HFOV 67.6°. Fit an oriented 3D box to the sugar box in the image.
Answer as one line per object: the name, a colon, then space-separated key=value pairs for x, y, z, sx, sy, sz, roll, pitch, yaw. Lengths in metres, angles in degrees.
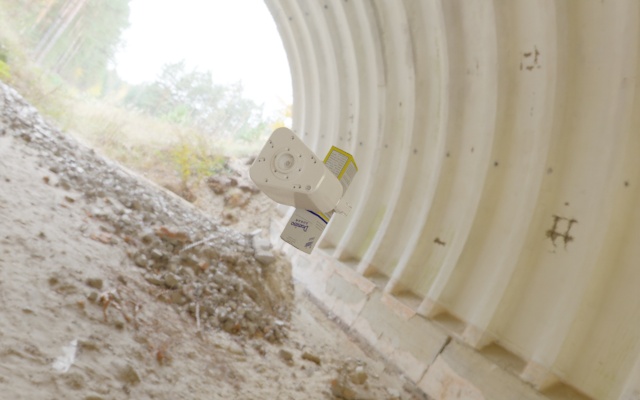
sugar box: x=0.000 y=0.002 z=0.810 sx=0.048 sy=0.176 sz=0.093 roll=31 pitch=-5 yaw=16
